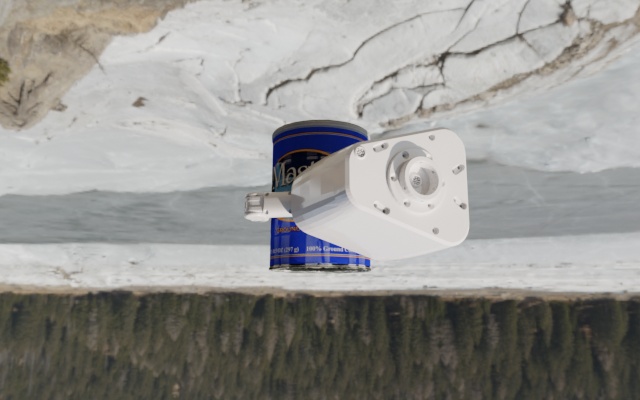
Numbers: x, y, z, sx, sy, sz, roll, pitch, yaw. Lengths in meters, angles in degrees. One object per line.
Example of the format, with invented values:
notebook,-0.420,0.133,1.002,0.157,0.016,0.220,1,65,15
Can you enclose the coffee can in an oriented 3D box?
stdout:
coffee can,0.000,0.001,0.488,0.103,0.140,0.103,0,-11,0
